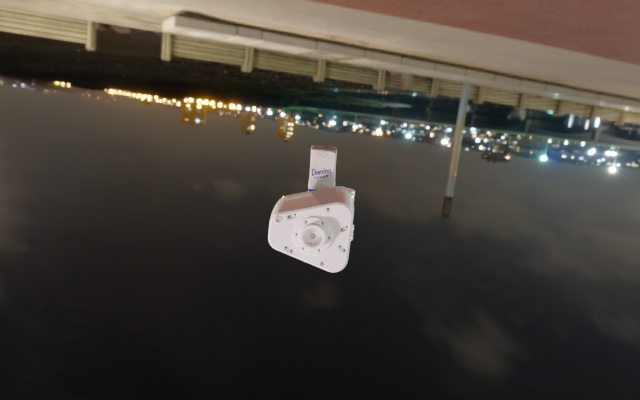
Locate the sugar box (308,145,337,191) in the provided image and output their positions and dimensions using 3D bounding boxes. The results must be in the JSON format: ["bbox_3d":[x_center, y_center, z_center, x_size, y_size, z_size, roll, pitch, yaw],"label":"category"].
[{"bbox_3d":[0.001,0.003,0.762,0.048,0.176,0.093,6,11,-1],"label":"sugar box"}]
